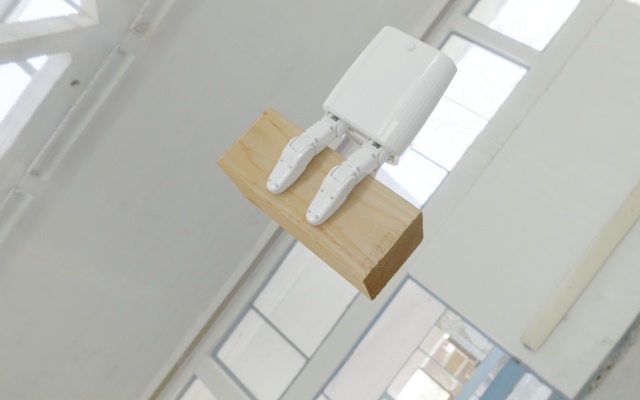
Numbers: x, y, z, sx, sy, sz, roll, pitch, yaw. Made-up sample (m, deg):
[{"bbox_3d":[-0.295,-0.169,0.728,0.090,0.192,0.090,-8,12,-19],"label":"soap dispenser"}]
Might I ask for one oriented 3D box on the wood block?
[{"bbox_3d":[0.000,0.001,0.515,0.206,0.090,0.091,37,-11,24],"label":"wood block"}]
